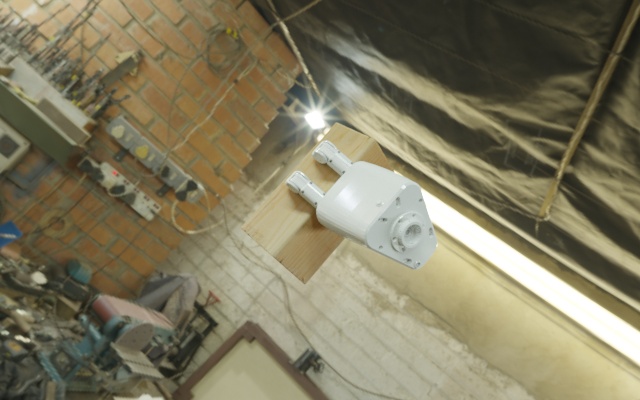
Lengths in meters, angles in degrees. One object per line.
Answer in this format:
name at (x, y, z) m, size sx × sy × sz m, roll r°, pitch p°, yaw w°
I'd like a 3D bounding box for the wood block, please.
wood block at (0.001, 0.002, 0.682) m, size 0.090 × 0.206 × 0.091 m, roll 33°, pitch -12°, yaw 45°
